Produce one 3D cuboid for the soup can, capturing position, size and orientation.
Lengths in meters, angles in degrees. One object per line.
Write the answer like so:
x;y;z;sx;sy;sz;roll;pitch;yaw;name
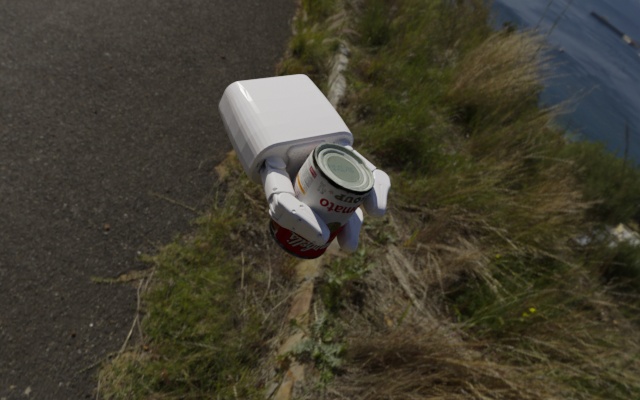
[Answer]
0.000;0.002;0.475;0.068;0.068;0.102;0;-42;-38;soup can
